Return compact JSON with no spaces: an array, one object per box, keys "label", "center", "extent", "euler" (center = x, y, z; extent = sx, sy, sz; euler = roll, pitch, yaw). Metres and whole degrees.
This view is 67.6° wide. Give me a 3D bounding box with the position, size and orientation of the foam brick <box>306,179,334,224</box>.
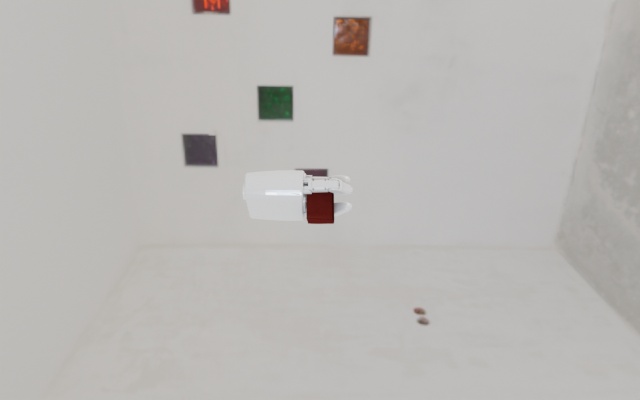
[{"label":"foam brick","center":[0.000,0.003,0.897],"extent":[0.051,0.078,0.053],"euler":[-1,-14,1]}]
